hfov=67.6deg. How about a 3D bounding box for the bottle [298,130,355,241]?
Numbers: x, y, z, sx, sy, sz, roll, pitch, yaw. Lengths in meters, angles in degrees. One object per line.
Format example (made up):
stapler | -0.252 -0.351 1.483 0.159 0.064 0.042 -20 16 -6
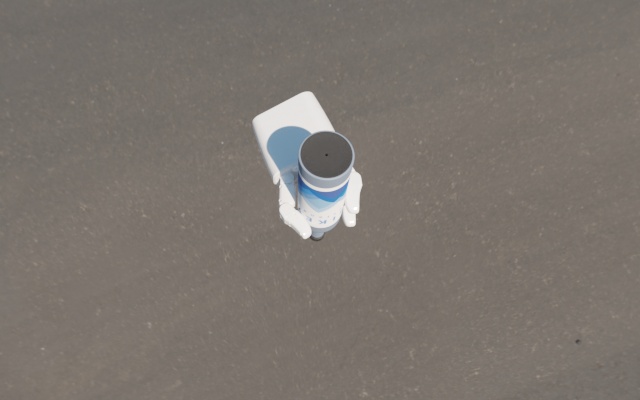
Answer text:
bottle | 0.000 0.002 0.696 0.069 0.069 0.296 0 -22 -3
